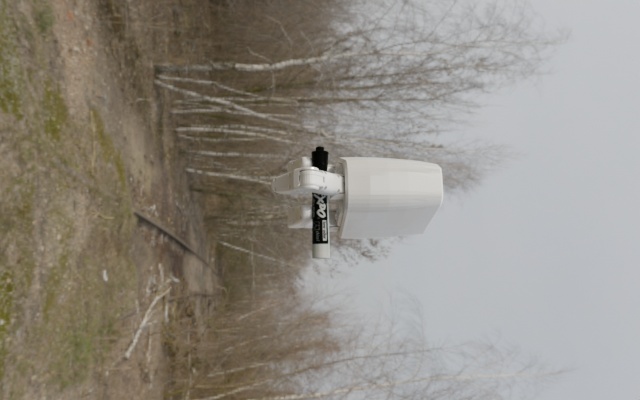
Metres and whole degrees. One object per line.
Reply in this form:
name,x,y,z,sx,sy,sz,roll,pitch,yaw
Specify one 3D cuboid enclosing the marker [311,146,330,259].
marker,0.000,0.002,0.513,0.020,0.121,0.020,-1,-8,0
